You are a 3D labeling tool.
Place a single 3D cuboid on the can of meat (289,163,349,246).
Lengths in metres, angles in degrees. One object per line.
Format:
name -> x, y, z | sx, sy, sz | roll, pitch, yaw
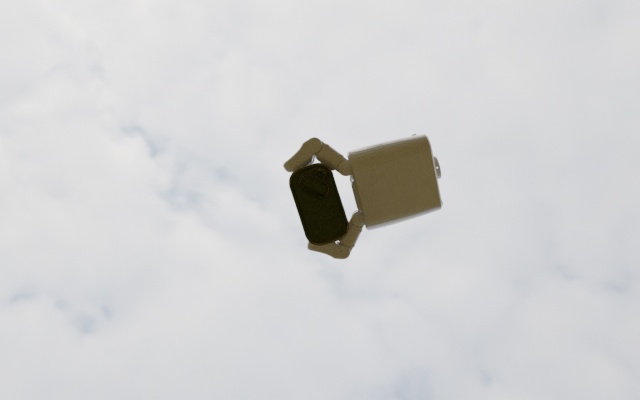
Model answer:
can of meat -> 0.000, 0.002, 0.638 | 0.057, 0.102, 0.084 | -18, 3, 4
